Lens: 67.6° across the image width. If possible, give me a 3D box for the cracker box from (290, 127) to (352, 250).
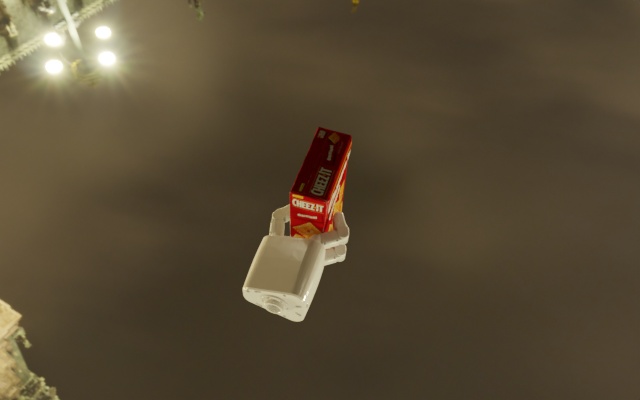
[{"bbox_3d":[0.000,0.003,0.870,0.072,0.164,0.214,14,-39,7],"label":"cracker box"}]
